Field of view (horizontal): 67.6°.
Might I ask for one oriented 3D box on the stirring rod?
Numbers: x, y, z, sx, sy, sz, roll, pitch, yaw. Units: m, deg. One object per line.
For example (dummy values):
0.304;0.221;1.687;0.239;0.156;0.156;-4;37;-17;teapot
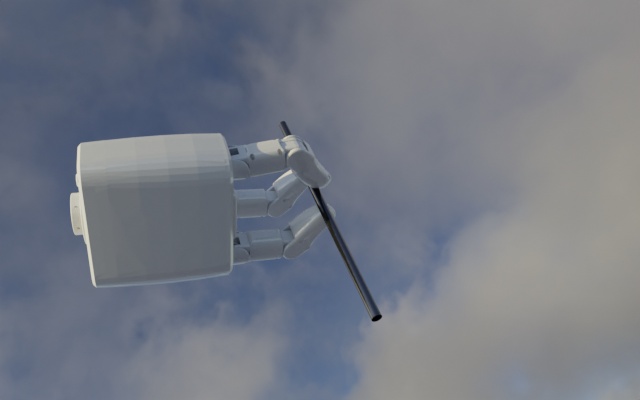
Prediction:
0.000;0.001;0.409;0.011;0.011;0.239;0;41;-25;stirring rod
